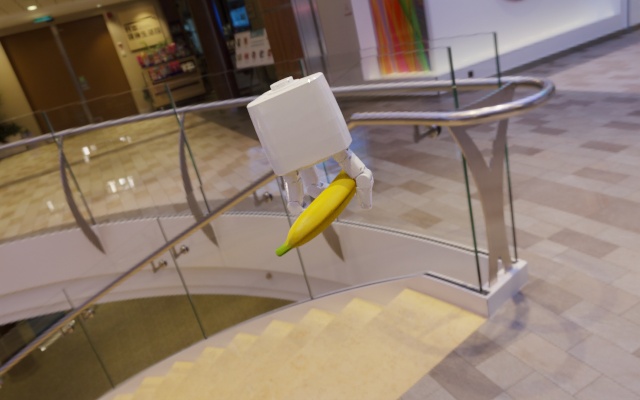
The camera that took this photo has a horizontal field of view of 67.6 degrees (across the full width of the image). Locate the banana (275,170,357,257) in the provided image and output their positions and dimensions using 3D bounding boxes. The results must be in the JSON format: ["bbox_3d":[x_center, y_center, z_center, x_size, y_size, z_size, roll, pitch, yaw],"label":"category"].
[{"bbox_3d":[0.010,0.001,0.667,0.069,0.037,0.197,-14,25,49],"label":"banana"}]
